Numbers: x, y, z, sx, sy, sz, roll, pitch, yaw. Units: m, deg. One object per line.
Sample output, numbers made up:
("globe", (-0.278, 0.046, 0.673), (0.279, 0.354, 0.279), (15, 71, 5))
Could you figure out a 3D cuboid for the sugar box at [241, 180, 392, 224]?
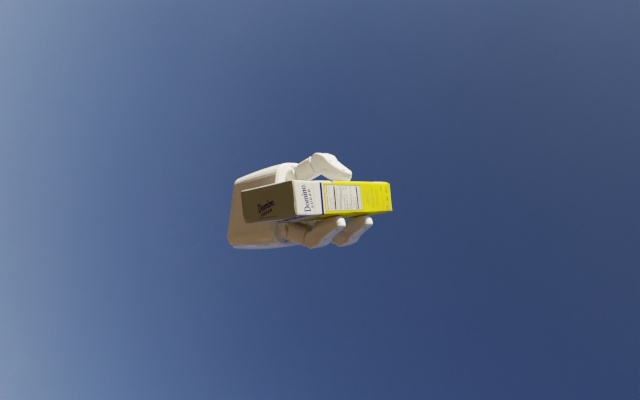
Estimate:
("sugar box", (0.000, 0.002, 0.589), (0.093, 0.048, 0.176), (-10, -3, 44))
